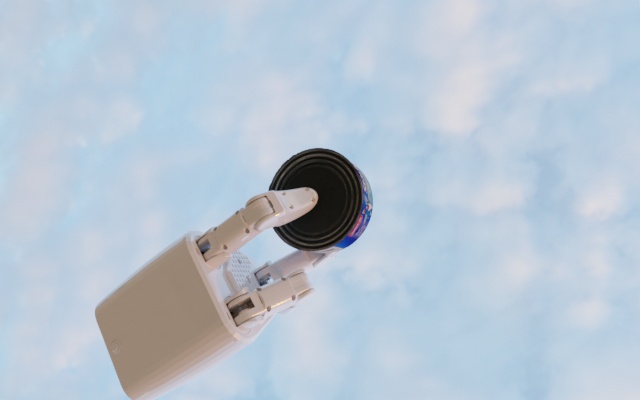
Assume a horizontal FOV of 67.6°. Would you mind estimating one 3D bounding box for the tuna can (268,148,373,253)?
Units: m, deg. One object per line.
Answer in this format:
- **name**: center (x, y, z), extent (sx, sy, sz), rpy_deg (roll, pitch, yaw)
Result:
- **tuna can**: center (0.000, 0.001, 0.402), extent (0.086, 0.086, 0.034), rpy_deg (0, -10, 24)
